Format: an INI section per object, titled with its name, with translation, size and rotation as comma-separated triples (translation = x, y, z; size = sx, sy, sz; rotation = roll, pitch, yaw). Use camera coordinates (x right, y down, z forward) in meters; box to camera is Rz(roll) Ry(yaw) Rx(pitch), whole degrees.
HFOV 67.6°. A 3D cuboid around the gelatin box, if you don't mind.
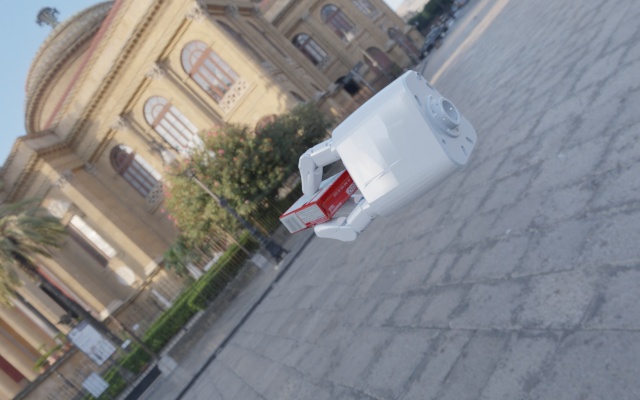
[gelatin box]
translation = 0.000, 0.002, 0.596
size = 0.089, 0.030, 0.073
rotation = -24, 17, 52
